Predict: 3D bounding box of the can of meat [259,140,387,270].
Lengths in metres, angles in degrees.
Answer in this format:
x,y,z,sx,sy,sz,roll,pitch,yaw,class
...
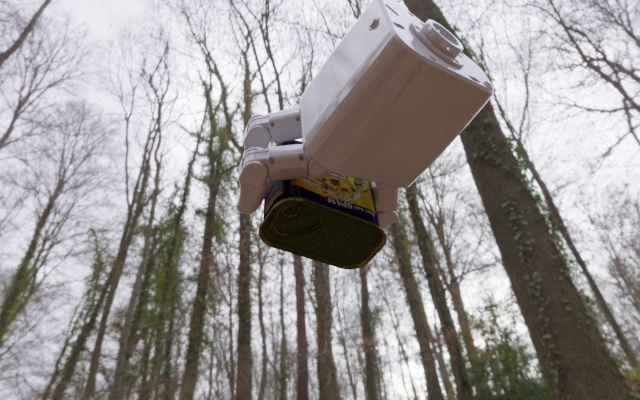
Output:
x,y,z,sx,sy,sz,roll,pitch,yaw,class
0.000,0.001,0.412,0.102,0.083,0.057,20,-51,-22,can of meat
